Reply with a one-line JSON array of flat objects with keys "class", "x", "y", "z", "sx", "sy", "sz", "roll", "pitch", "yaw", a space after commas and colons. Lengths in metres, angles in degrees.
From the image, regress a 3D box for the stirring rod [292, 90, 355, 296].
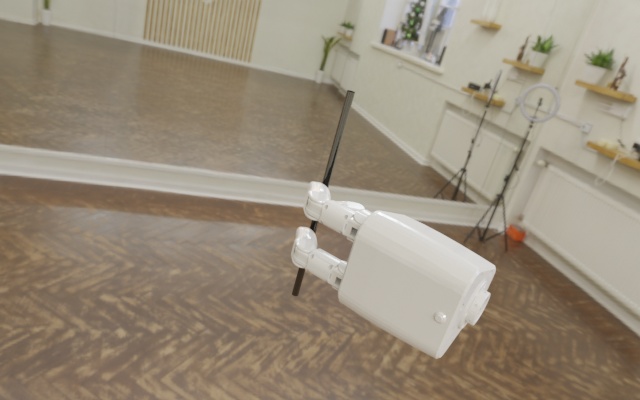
[{"class": "stirring rod", "x": 0.000, "y": 0.002, "z": 0.508, "sx": 0.011, "sy": 0.240, "sz": 0.011, "roll": 13, "pitch": 23, "yaw": -6}]
